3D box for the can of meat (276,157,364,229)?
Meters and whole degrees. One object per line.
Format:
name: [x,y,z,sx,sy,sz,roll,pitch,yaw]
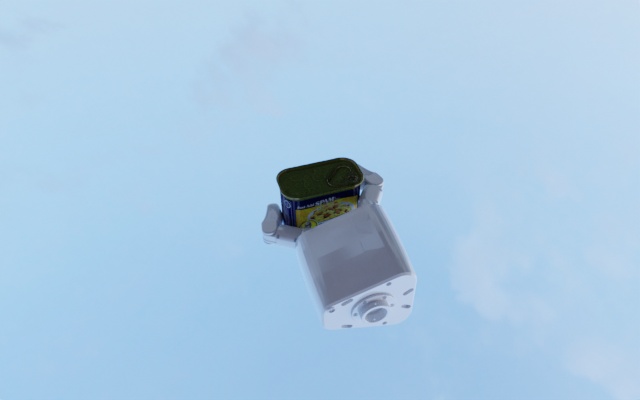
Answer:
can of meat: [0.000,0.002,0.596,0.102,0.084,0.057,-13,44,-12]
